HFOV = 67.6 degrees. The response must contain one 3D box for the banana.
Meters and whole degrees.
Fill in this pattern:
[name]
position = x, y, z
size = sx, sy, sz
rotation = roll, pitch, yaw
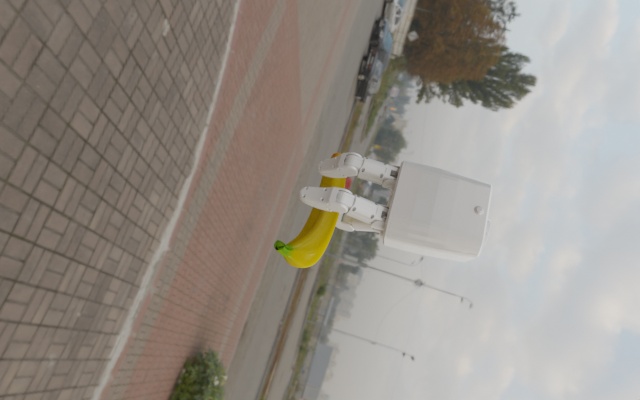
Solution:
[banana]
position = -0.001, 0.019, 0.580
size = 0.037, 0.070, 0.197
rotation = 11, 39, 15
